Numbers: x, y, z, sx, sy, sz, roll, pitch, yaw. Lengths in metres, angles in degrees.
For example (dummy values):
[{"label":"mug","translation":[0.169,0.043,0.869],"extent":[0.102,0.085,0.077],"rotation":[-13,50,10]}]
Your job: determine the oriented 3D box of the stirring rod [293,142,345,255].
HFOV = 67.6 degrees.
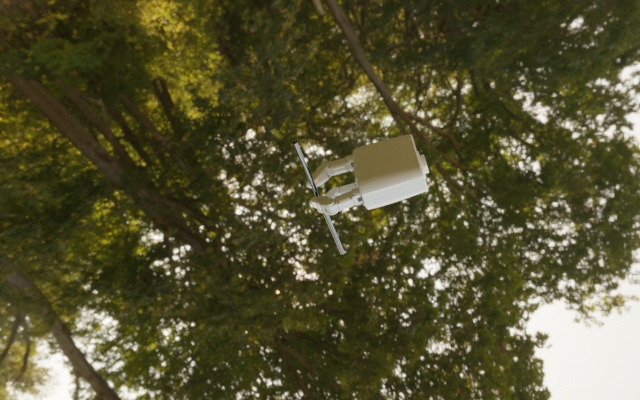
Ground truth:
[{"label":"stirring rod","translation":[0.000,0.003,0.836],"extent":[0.011,0.240,0.011],"rotation":[-17,30,10]}]
